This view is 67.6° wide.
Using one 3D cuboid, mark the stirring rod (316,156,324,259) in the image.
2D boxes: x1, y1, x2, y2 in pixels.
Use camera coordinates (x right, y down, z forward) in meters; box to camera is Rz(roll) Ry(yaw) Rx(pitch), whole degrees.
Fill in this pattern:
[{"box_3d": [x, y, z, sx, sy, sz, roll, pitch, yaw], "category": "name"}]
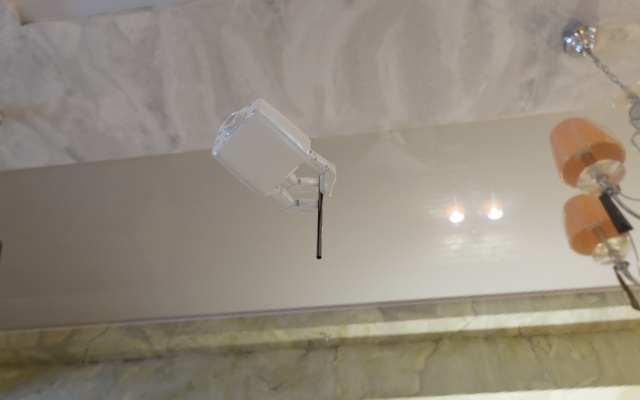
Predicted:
[{"box_3d": [0.000, 0.003, 0.773, 0.011, 0.011, 0.239, 0, 41, 1], "category": "stirring rod"}]
